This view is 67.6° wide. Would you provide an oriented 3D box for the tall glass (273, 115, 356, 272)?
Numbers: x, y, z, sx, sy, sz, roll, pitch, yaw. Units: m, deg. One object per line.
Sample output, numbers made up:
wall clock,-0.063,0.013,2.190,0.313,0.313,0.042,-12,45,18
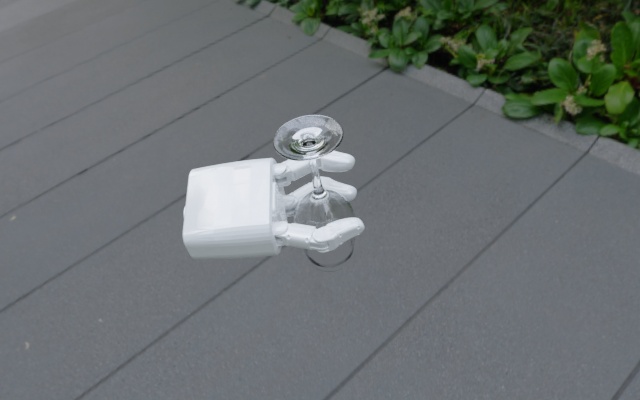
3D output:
tall glass,0.000,0.001,0.567,0.079,0.079,0.201,0,-44,11
